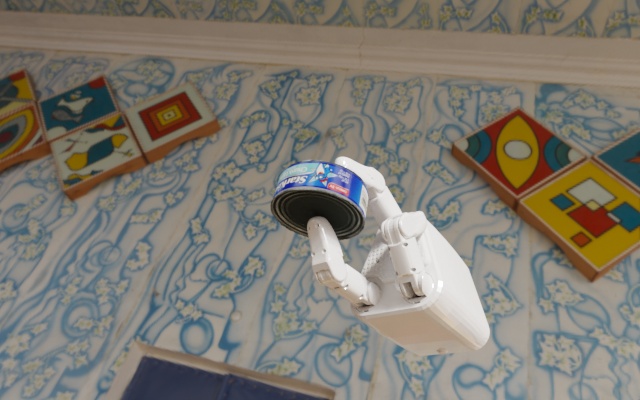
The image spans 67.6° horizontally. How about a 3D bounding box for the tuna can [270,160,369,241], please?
[{"bbox_3d":[0.000,0.001,0.433,0.086,0.033,0.086,9,-32,6],"label":"tuna can"}]
